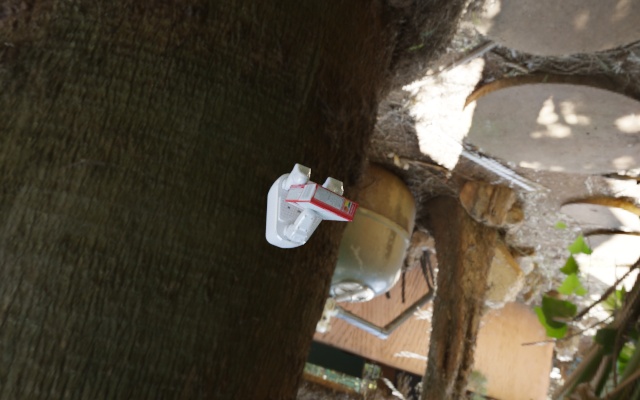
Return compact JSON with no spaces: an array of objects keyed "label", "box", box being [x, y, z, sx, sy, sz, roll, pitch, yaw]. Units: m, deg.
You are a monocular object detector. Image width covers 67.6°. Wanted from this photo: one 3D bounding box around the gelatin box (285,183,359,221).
[{"label":"gelatin box","box":[0.000,0.003,0.688,0.073,0.030,0.089,26,-11,-25]}]
